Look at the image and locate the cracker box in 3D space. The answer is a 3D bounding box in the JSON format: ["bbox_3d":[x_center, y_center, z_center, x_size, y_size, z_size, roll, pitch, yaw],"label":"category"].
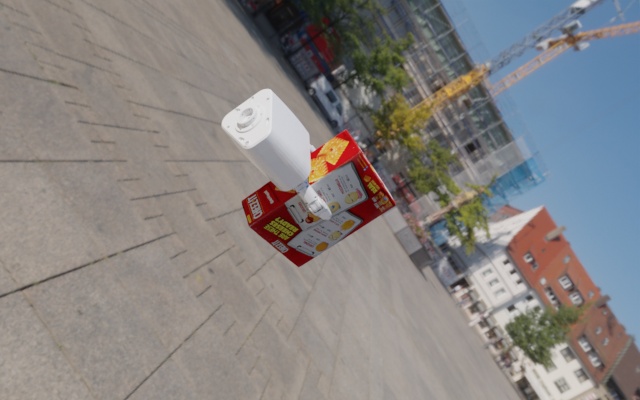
[{"bbox_3d":[0.000,0.003,0.818,0.214,0.072,0.164,-33,-43,8],"label":"cracker box"}]
